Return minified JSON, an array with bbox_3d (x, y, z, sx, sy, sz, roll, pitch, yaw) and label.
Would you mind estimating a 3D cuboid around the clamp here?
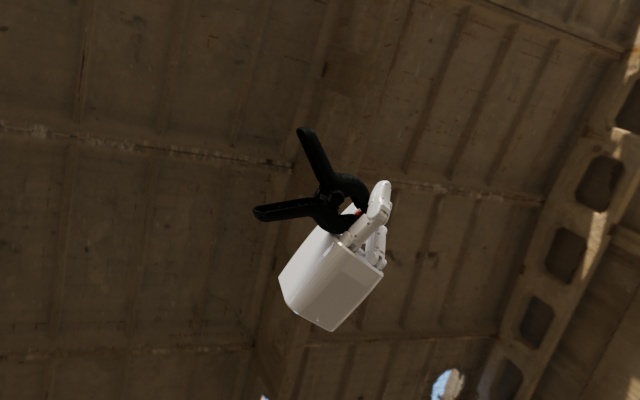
[{"bbox_3d":[0.000,0.002,0.590,0.171,0.120,0.039,38,4,-34],"label":"clamp"}]
